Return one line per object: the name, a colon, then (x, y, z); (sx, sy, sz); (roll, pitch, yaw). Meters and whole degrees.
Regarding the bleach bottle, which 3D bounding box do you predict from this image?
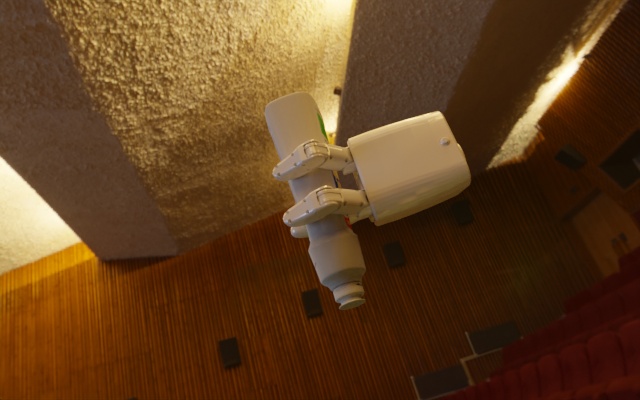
bleach bottle: (0.000, 0.002, 0.546); (0.068, 0.250, 0.103); (-19, -26, 3)
